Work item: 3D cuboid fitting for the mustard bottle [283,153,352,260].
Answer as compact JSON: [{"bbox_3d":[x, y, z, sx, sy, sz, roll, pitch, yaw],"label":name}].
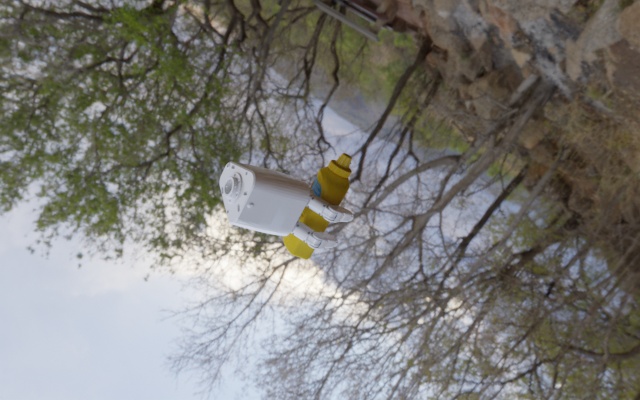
[{"bbox_3d":[0.000,0.003,0.833,0.058,0.192,0.096,24,19,-16],"label":"mustard bottle"}]
